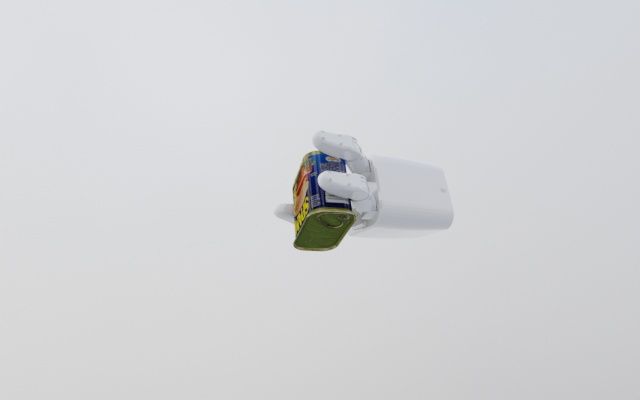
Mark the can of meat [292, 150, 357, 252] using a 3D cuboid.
[{"bbox_3d":[0.000,0.002,0.571,0.057,0.084,0.102,4,-31,-15],"label":"can of meat"}]
